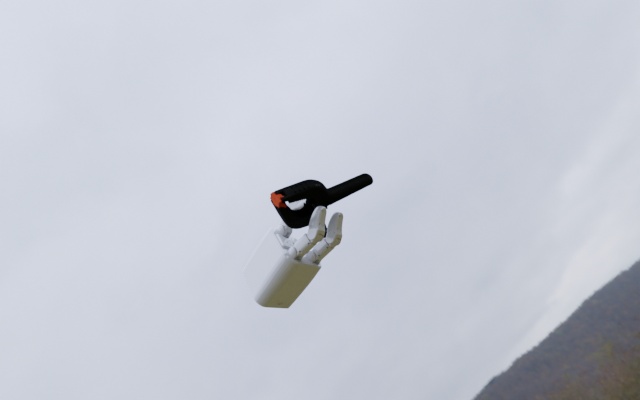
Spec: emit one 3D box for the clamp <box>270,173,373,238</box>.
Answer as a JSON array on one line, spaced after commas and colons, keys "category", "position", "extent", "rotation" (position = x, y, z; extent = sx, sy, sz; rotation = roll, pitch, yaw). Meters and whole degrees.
[{"category": "clamp", "position": [-0.001, 0.002, 0.834], "extent": [0.036, 0.164, 0.210], "rotation": [43, 14, 36]}]
